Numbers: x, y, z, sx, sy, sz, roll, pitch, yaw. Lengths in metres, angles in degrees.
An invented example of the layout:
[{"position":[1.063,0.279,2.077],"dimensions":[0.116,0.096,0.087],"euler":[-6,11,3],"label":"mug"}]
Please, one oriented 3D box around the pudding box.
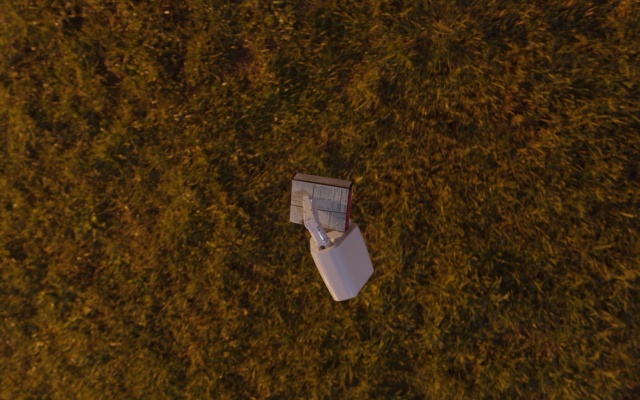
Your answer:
[{"position":[0.000,0.003,0.873],"dimensions":[0.113,0.090,0.039],"euler":[9,23,9],"label":"pudding box"}]
